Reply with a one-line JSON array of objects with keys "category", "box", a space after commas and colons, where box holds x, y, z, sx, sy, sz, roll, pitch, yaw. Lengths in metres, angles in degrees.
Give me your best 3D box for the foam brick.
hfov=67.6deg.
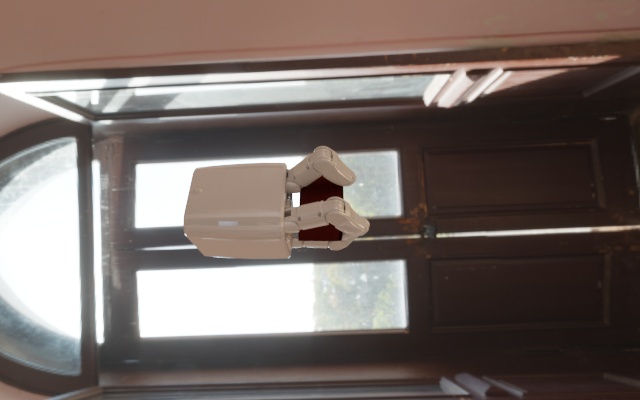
[{"category": "foam brick", "box": [0.000, 0.002, 0.559, 0.051, 0.078, 0.053, 1, -39, -1]}]
